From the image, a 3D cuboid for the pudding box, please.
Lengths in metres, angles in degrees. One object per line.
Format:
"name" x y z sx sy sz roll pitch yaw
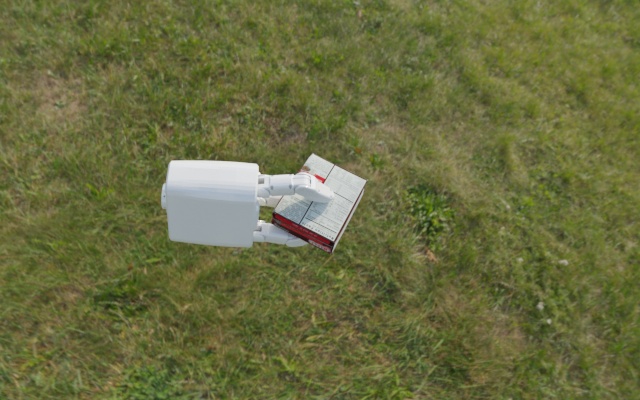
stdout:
"pudding box" 0.000 0.002 0.629 0.090 0.113 0.039 27 -29 6
